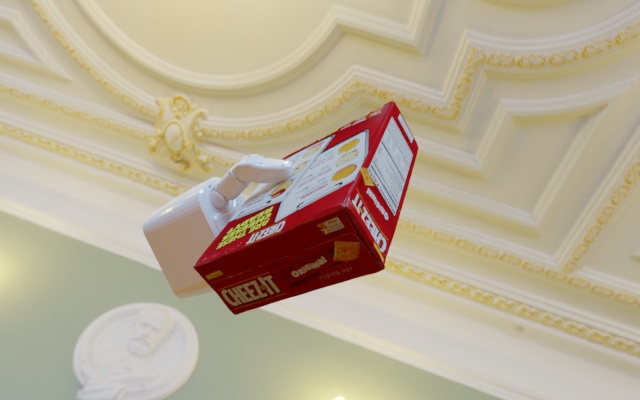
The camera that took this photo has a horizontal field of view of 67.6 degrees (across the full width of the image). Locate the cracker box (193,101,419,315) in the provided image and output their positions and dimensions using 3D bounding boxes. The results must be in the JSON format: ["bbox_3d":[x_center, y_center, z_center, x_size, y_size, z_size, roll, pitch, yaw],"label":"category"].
[{"bbox_3d":[0.000,0.001,0.469,0.164,0.072,0.213,-23,21,30],"label":"cracker box"}]
